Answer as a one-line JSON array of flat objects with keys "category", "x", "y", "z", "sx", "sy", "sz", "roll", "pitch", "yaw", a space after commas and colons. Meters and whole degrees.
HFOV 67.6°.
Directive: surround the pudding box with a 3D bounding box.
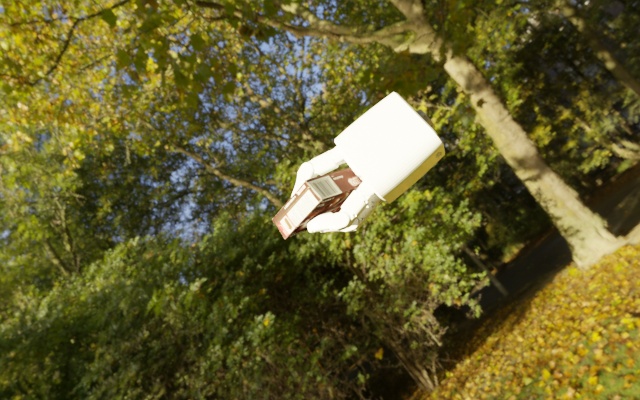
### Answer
[{"category": "pudding box", "x": 0.000, "y": 0.002, "z": 0.660, "sx": 0.113, "sy": 0.039, "sz": 0.090, "roll": -16, "pitch": -25, "yaw": -50}]
